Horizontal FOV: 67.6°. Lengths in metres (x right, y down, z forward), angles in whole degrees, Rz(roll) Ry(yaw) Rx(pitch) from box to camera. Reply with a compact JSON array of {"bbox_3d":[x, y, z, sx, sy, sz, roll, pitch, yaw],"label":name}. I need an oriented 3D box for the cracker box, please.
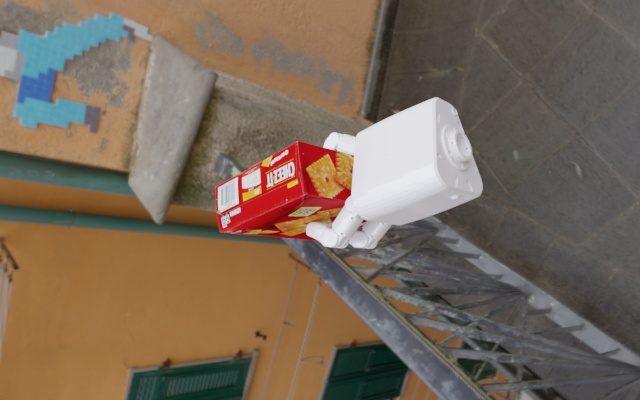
[{"bbox_3d":[0.000,0.002,0.614,0.214,0.072,0.164,10,-24,-44],"label":"cracker box"}]
